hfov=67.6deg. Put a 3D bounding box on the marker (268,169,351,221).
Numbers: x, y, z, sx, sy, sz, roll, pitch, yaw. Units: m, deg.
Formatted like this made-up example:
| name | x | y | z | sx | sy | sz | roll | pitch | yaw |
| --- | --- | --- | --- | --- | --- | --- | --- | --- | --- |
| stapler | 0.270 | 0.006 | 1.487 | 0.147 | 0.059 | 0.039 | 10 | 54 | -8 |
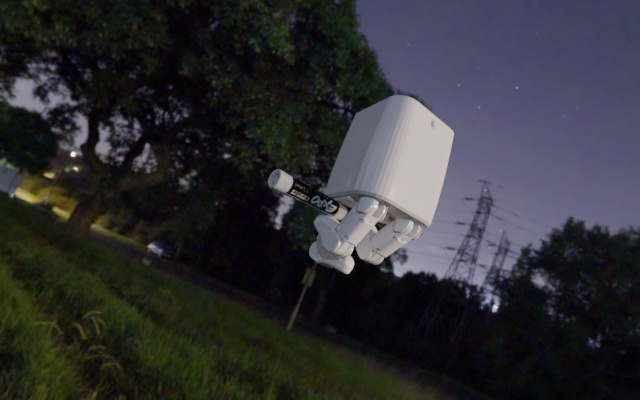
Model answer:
| name | x | y | z | sx | sy | sz | roll | pitch | yaw |
| --- | --- | --- | --- | --- | --- | --- | --- | --- | --- |
| marker | 0.000 | 0.002 | 0.474 | 0.121 | 0.020 | 0.020 | 28 | -18 | -37 |
